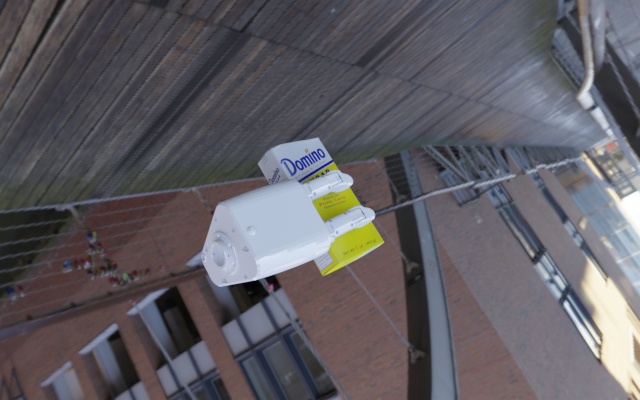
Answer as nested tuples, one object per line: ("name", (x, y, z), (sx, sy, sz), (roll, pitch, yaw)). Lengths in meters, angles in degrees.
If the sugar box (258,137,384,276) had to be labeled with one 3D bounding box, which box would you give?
("sugar box", (0.000, 0.002, 0.633), (0.093, 0.176, 0.048), (-19, -16, -43))
